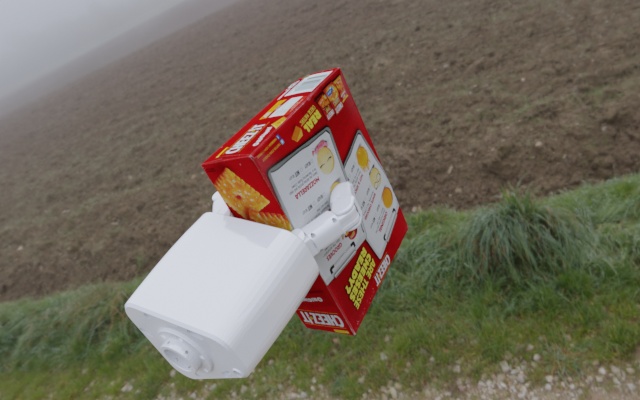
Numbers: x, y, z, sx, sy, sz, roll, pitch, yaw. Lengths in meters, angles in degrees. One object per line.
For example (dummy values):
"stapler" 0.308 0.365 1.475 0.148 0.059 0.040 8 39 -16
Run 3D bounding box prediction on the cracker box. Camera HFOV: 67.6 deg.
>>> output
"cracker box" 0.000 0.001 0.486 0.072 0.214 0.164 -4 36 37
